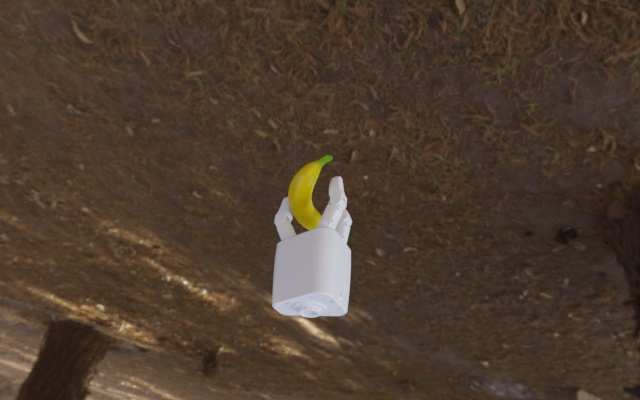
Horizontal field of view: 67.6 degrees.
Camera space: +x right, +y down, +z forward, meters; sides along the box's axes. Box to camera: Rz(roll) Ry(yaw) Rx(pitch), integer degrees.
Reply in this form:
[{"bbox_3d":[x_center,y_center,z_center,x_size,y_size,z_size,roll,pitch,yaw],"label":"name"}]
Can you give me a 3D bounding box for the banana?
[{"bbox_3d":[-0.018,0.001,0.789,0.069,0.037,0.198,-3,-36,-5],"label":"banana"}]
